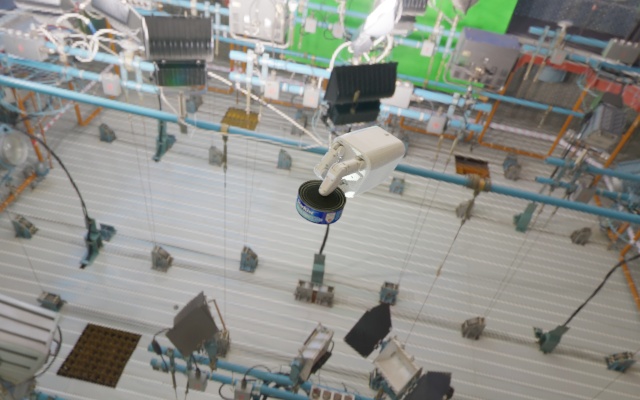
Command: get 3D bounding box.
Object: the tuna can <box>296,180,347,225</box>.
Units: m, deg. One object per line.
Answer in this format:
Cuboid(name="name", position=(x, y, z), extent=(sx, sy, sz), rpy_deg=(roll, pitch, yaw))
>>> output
Cuboid(name="tuna can", position=(0.000, 0.003, 0.832), extent=(0.086, 0.034, 0.086), rpy_deg=(9, 38, -8))
